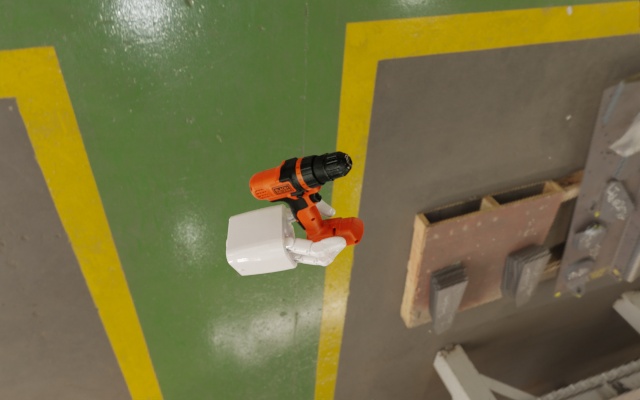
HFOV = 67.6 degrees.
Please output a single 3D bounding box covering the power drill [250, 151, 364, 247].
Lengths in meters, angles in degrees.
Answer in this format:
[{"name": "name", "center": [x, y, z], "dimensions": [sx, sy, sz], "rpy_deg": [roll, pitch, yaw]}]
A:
[{"name": "power drill", "center": [0.000, 0.003, 0.799], "dimensions": [0.184, 0.057, 0.188], "rpy_deg": [-12, -48, 30]}]
